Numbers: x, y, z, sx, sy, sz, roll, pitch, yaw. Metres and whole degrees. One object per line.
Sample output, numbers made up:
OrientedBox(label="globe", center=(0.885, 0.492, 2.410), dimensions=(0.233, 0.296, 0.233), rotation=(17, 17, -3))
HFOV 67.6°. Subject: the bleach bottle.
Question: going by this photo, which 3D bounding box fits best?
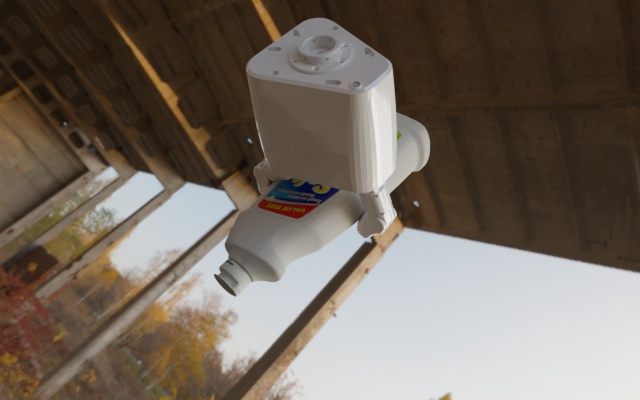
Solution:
OrientedBox(label="bleach bottle", center=(0.000, 0.002, 0.482), dimensions=(0.102, 0.068, 0.250), rotation=(29, 60, 30))
